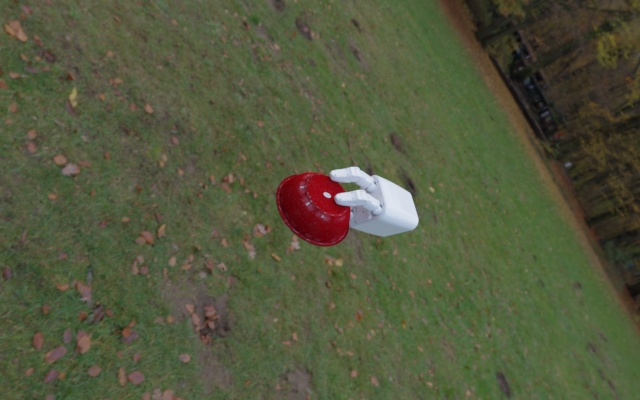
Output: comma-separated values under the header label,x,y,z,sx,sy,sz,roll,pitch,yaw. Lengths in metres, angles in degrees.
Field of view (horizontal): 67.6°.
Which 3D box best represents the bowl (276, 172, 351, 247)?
label,x,y,z,sx,sy,sz,roll,pitch,yaw
bowl,-0.001,0.003,0.888,0.162,0.162,0.055,0,-33,-37
